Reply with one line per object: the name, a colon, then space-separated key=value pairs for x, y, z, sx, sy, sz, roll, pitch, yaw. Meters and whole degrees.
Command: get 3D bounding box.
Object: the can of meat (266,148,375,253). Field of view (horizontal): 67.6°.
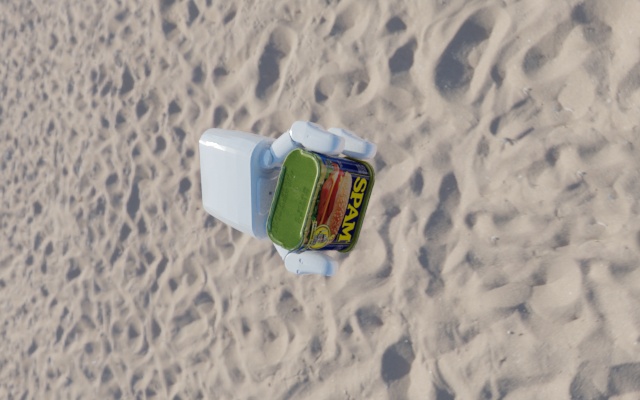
can of meat: x=0.000 y=0.002 z=0.482 sx=0.057 sy=0.102 sz=0.084 roll=23 pitch=11 yaw=41
